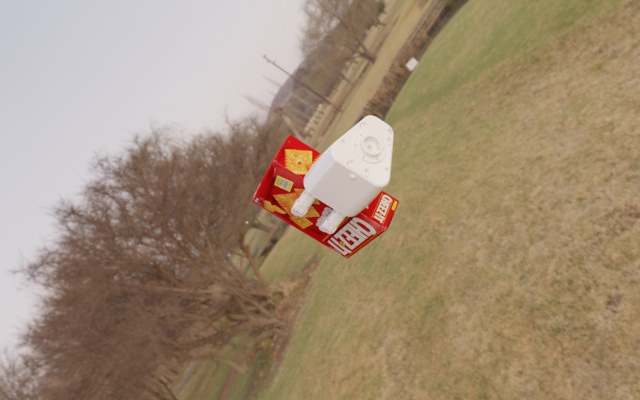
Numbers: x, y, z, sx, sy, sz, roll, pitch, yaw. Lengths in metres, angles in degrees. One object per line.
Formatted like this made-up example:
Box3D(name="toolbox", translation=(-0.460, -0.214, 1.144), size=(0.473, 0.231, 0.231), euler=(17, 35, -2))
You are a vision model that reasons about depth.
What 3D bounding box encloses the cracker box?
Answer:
Box3D(name="cracker box", translation=(0.000, 0.002, 0.829), size=(0.214, 0.072, 0.164), euler=(32, -31, -6))
